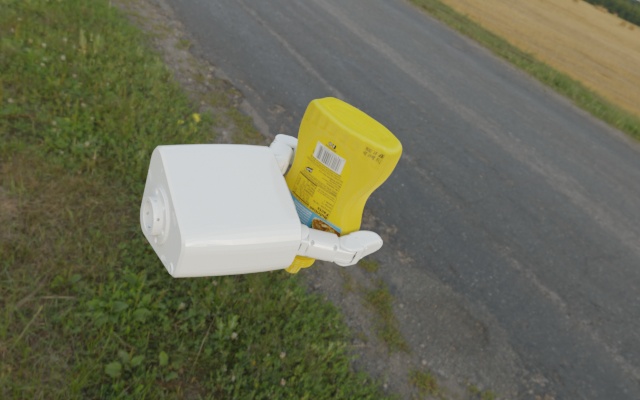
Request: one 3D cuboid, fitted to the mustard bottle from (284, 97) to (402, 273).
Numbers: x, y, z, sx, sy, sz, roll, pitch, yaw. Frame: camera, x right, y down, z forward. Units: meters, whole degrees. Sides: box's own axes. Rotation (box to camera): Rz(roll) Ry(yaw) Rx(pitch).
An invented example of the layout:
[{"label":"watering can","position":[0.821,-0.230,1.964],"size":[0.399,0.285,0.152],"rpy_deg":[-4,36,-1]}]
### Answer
[{"label":"mustard bottle","position":[0.000,0.001,0.481],"size":[0.096,0.192,0.058],"rpy_deg":[37,34,19]}]
